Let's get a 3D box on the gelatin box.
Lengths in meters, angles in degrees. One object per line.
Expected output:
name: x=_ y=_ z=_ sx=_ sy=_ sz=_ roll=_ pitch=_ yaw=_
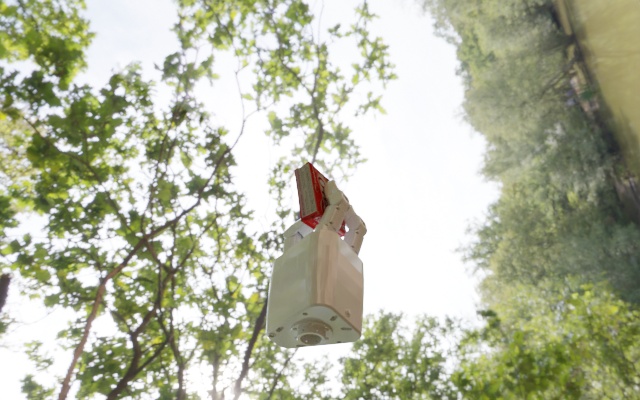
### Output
gelatin box: x=0.000 y=0.002 z=0.653 sx=0.030 sy=0.089 sz=0.073 roll=-27 pitch=-39 yaw=21
